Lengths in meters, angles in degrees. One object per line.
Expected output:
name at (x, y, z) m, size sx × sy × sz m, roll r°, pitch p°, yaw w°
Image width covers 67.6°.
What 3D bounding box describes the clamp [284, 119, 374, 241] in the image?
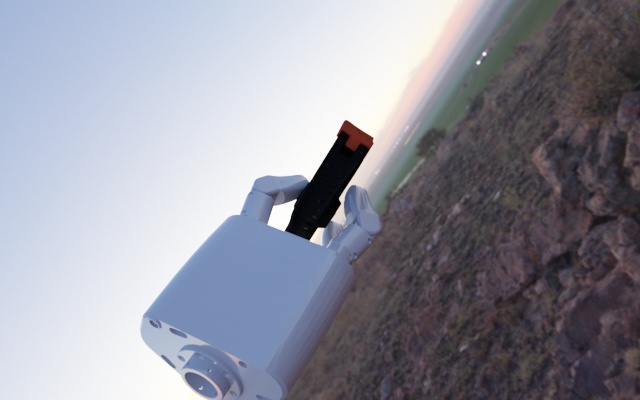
clamp at (-0.001, 0.001, 0.445) m, size 0.036 × 0.210 × 0.164 m, roll 33°, pitch 44°, yaw 3°
